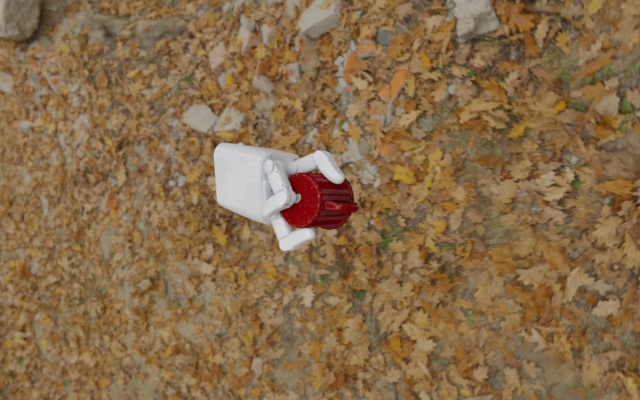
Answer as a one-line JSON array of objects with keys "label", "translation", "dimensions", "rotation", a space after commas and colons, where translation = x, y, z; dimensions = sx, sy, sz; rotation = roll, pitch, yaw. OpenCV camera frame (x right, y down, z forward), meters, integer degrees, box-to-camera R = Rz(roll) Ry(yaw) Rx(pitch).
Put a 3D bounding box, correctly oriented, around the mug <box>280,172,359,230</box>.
[{"label": "mug", "translation": [0.001, 0.003, 0.710], "dimensions": [0.117, 0.093, 0.081], "rotation": [15, 9, 35]}]
